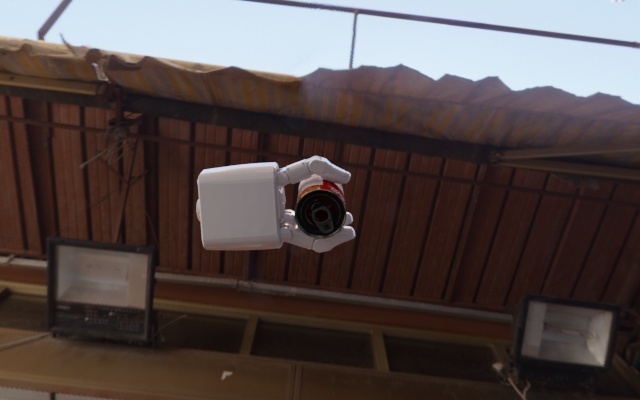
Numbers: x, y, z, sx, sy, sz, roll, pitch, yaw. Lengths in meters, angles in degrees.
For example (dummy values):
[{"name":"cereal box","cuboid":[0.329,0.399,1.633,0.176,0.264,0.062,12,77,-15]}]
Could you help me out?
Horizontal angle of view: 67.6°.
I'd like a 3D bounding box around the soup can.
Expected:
[{"name":"soup can","cuboid":[0.001,0.002,0.664,0.068,0.068,0.102,0,19,0]}]
